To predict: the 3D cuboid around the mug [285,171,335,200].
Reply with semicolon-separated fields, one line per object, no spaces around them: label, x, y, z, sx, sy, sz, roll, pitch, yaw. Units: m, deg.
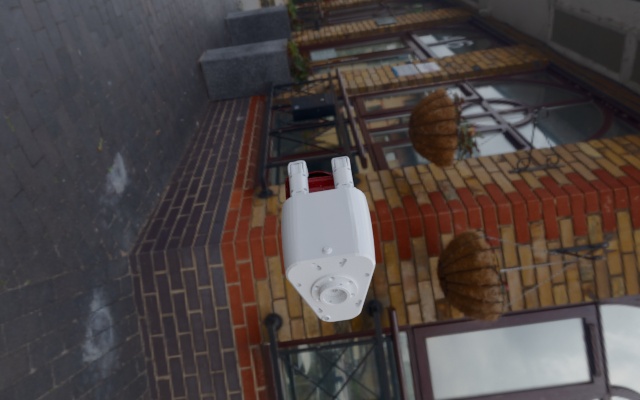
mug;0.000;0.001;0.645;0.081;0.093;0.117;-7;41;2
